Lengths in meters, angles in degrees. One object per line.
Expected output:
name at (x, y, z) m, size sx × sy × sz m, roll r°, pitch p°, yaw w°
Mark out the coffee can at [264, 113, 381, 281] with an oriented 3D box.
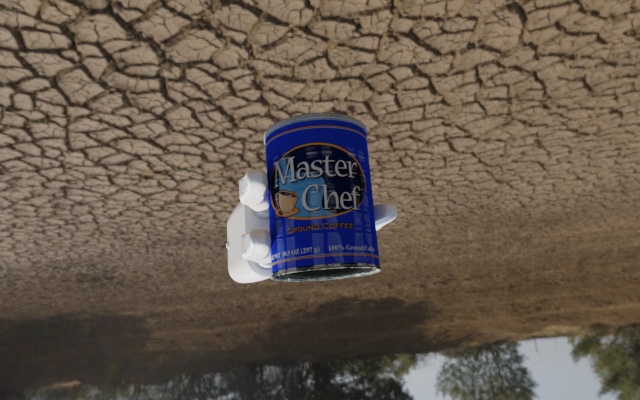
coffee can at (0.000, 0.001, 0.458) m, size 0.103 × 0.140 × 0.103 m, roll -4°, pitch -15°, yaw -1°
